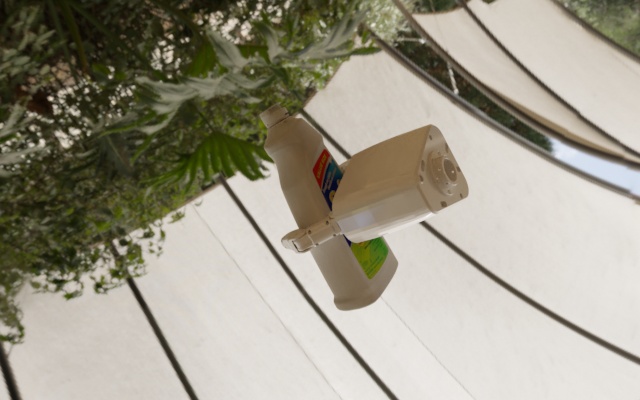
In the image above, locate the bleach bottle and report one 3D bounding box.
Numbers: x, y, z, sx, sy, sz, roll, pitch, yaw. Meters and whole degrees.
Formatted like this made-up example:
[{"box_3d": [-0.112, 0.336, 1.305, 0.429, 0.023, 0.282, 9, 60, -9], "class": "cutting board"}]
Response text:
[{"box_3d": [0.000, 0.002, 0.572, 0.068, 0.251, 0.102, -22, 14, 39], "class": "bleach bottle"}]
